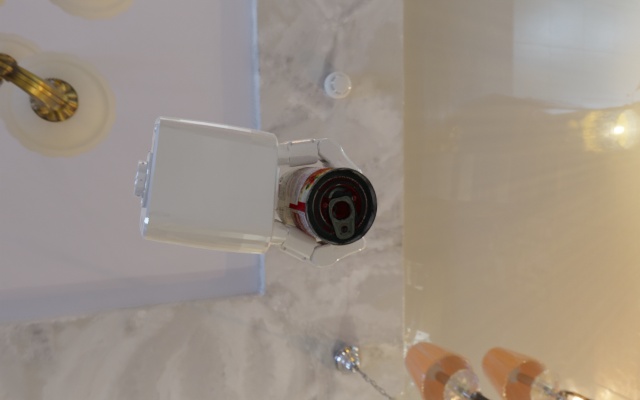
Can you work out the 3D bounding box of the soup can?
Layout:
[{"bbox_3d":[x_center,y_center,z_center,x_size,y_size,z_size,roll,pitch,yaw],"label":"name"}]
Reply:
[{"bbox_3d":[0.000,0.001,0.457,0.068,0.068,0.102,0,5,-22],"label":"soup can"}]
